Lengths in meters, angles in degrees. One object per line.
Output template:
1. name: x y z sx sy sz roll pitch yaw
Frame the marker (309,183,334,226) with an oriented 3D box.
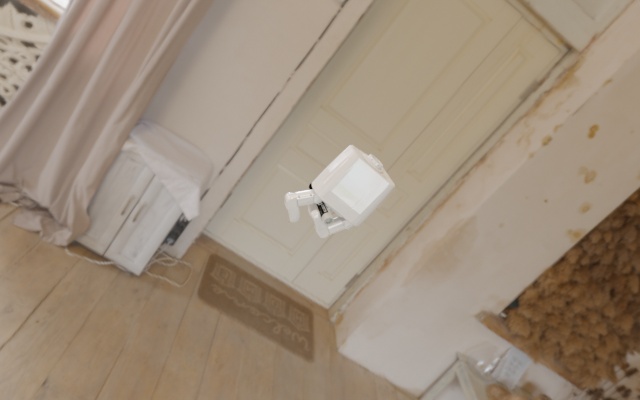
1. marker: 0.000 0.003 0.888 0.020 0.020 0.121 0 34 -18
